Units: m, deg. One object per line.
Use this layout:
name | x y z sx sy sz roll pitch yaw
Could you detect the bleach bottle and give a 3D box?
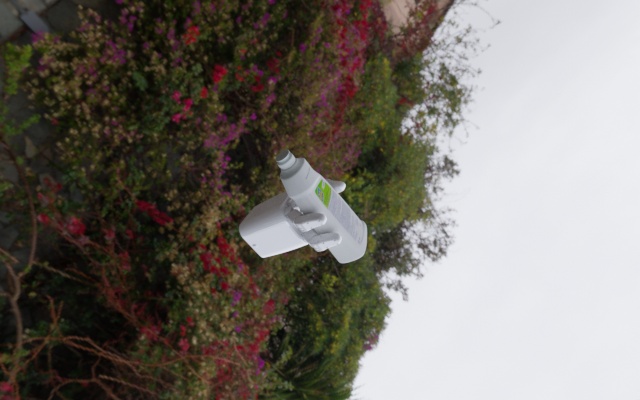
bleach bottle | 0.000 0.003 0.881 0.068 0.251 0.102 -22 35 23
